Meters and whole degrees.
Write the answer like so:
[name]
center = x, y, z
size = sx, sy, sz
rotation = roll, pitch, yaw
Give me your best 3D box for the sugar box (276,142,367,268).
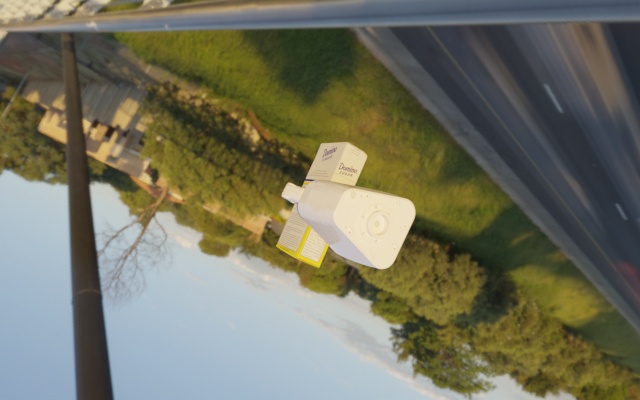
[sugar box]
center = 0.001, 0.003, 0.698
size = 0.048, 0.176, 0.093
rotation = 29, -6, -24
